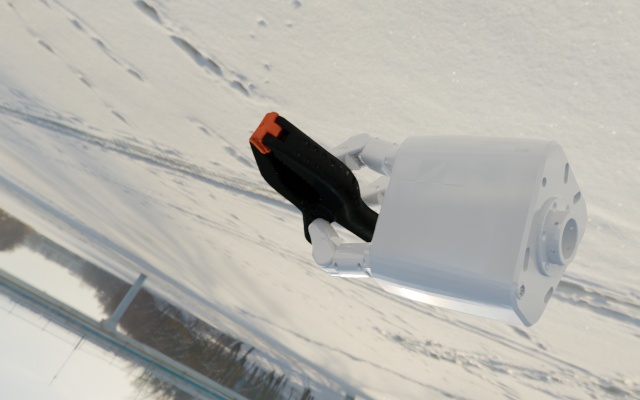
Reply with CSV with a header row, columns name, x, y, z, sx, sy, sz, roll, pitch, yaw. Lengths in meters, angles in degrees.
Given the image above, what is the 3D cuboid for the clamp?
name,x,y,z,sx,sy,sz,roll,pitch,yaw
clamp,0.000,0.002,0.434,0.164,0.036,0.210,7,-30,47
